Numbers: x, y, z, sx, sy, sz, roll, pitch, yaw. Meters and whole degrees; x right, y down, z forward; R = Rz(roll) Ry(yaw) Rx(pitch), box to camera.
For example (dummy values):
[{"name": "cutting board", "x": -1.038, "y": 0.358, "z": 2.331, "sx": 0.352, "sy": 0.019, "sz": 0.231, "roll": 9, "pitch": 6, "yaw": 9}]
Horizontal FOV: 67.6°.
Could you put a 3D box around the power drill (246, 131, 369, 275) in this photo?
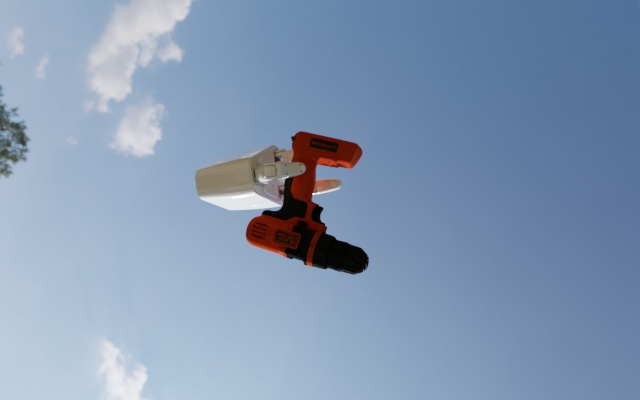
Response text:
[{"name": "power drill", "x": 0.000, "y": 0.002, "z": 0.696, "sx": 0.184, "sy": 0.187, "sz": 0.057, "roll": 15, "pitch": -13, "yaw": 12}]
